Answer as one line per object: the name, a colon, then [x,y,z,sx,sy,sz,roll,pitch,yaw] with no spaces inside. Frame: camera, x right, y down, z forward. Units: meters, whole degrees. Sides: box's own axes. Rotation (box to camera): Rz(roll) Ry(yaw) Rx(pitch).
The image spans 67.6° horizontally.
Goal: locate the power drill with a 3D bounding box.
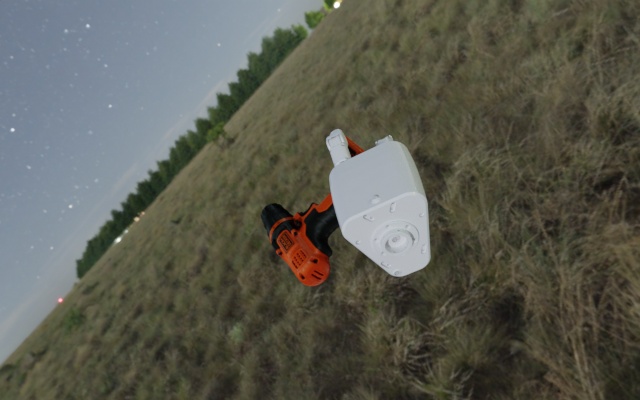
power drill: [0.000,0.002,0.664,0.057,0.187,0.184,30,10,-38]
